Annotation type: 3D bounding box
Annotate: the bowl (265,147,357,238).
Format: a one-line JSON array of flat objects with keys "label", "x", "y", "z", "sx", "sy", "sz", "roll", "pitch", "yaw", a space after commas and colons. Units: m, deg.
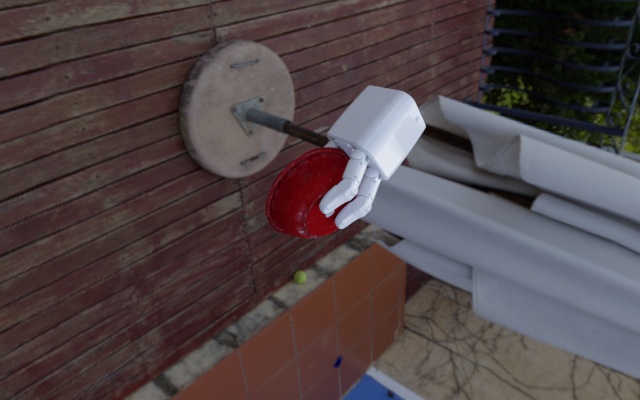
[{"label": "bowl", "x": 0.000, "y": 0.004, "z": 0.719, "sx": 0.162, "sy": 0.162, "sz": 0.055, "roll": 0, "pitch": 35, "yaw": -42}]
